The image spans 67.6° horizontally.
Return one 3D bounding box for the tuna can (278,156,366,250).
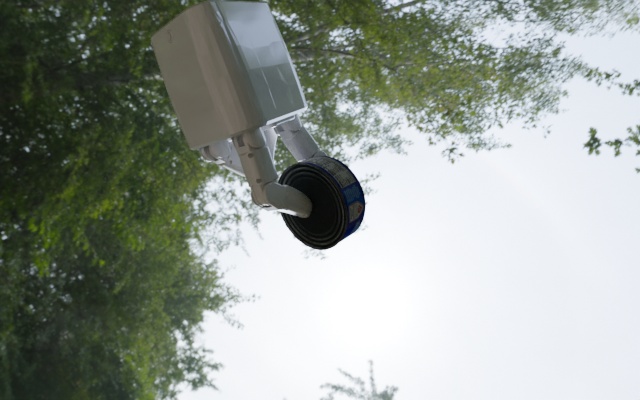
[{"bbox_3d":[0.000,0.001,0.455,0.086,0.086,0.033,0,19,42],"label":"tuna can"}]
